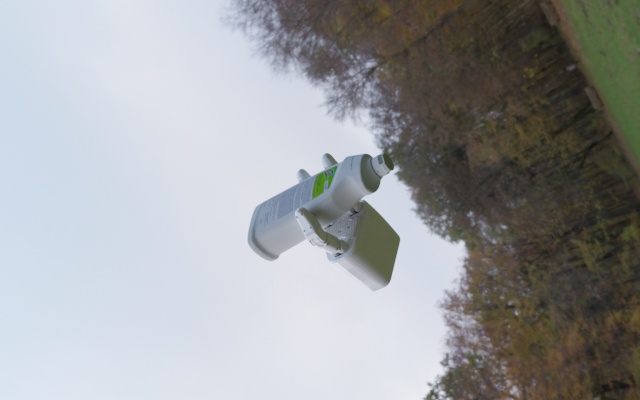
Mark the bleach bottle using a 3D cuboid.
[{"bbox_3d":[0.000,0.002,0.731,0.251,0.102,0.068,-28,-52,30],"label":"bleach bottle"}]
